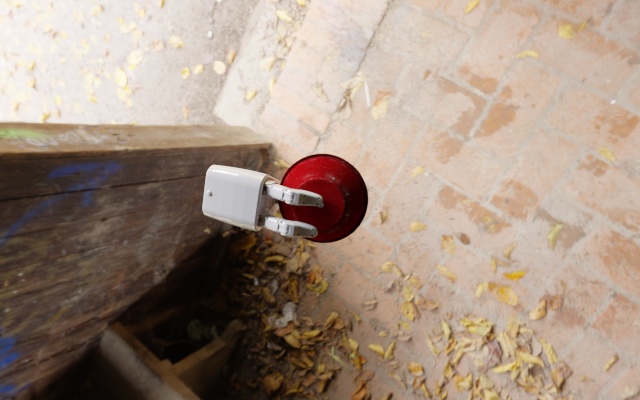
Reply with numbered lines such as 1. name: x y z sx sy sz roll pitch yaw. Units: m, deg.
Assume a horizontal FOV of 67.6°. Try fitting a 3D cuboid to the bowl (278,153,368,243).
1. bowl: 0.001 0.003 0.817 0.162 0.162 0.055 0 12 8
